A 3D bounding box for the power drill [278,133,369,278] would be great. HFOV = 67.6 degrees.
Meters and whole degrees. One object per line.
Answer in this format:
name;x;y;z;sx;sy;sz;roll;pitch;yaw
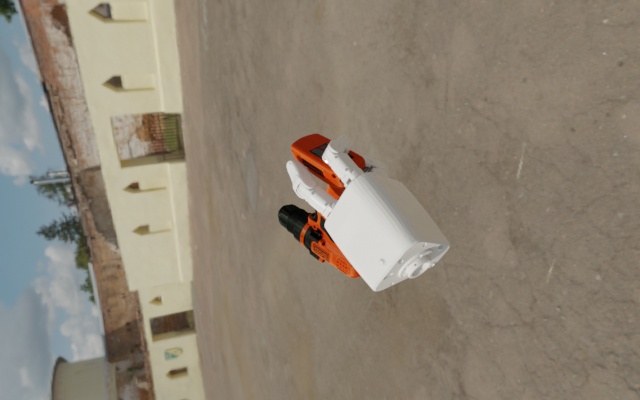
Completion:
power drill;0.000;0.002;0.689;0.057;0.188;0.184;-33;47;-33
